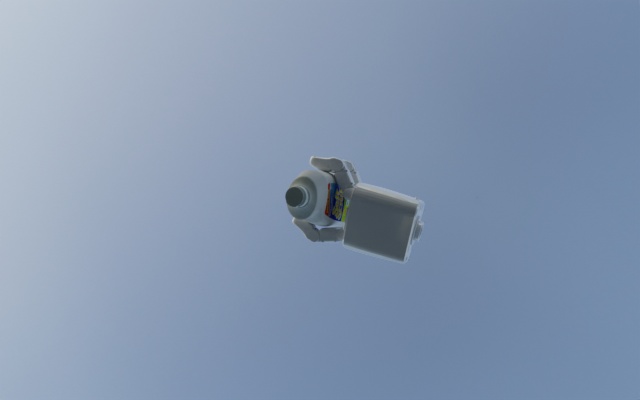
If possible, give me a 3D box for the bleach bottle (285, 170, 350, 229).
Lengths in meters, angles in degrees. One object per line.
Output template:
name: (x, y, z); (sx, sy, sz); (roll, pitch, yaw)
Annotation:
bleach bottle: (0.000, 0.002, 0.791); (0.068, 0.102, 0.251); (15, 5, 18)
